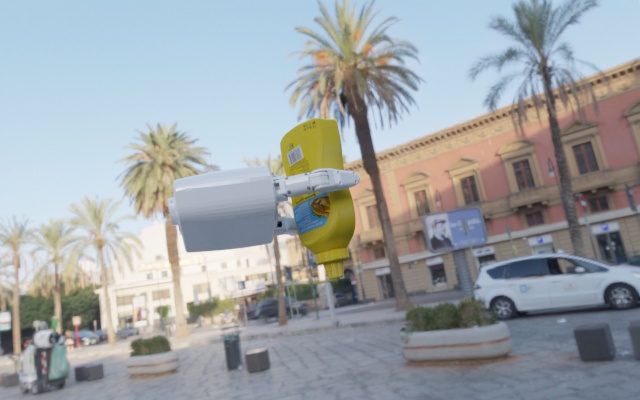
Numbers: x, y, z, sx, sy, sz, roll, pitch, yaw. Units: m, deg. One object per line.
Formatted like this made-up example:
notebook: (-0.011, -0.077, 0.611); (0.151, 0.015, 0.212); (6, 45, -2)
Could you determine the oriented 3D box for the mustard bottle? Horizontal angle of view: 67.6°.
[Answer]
mustard bottle: (0.000, 0.002, 0.594); (0.058, 0.191, 0.096); (-3, -14, -37)
